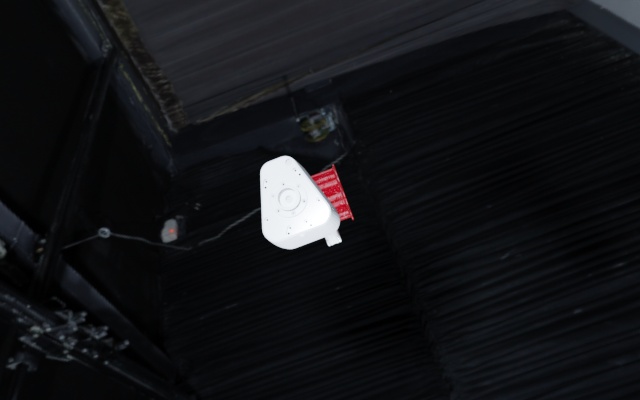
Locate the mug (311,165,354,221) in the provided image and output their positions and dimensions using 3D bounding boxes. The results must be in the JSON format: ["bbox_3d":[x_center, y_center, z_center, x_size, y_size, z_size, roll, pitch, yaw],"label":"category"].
[{"bbox_3d":[0.000,0.003,0.766,0.081,0.093,0.117,-20,-11,3],"label":"mug"}]
